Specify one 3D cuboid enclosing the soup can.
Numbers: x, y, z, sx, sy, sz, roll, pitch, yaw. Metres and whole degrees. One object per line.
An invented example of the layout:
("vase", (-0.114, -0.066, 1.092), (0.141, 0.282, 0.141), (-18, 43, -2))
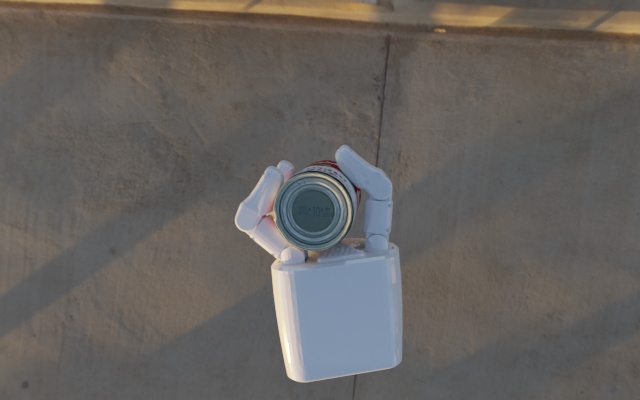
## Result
("soup can", (0.000, 0.001, 0.429), (0.068, 0.068, 0.102), (0, 9, 8))
